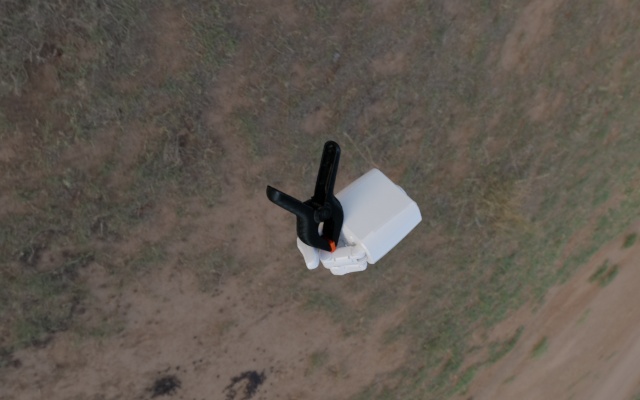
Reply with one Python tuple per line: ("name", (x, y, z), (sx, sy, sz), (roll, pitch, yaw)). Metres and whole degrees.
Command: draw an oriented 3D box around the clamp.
("clamp", (0.000, 0.003, 0.662), (0.039, 0.120, 0.172), (39, -16, 39))
